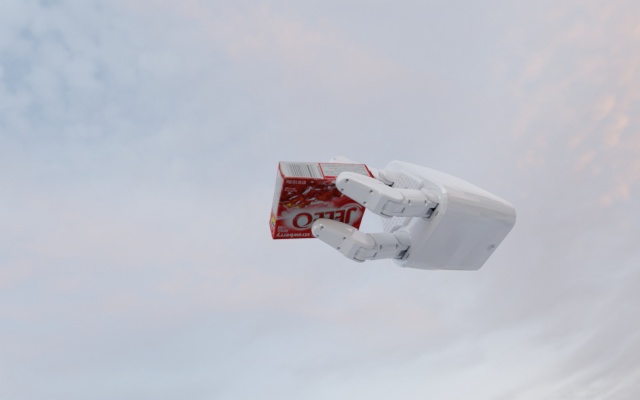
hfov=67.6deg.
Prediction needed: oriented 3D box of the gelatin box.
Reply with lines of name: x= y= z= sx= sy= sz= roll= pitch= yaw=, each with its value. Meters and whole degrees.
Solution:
gelatin box: x=0.000 y=0.001 z=0.454 sx=0.089 sy=0.073 sz=0.030 roll=1 pitch=38 yaw=-18
